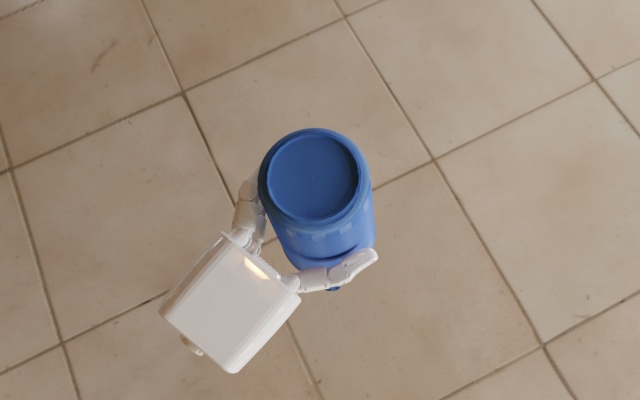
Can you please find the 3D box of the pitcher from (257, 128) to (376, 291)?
[{"bbox_3d":[0.000,0.002,0.560,0.149,0.145,0.243,40,-10,14],"label":"pitcher"}]
